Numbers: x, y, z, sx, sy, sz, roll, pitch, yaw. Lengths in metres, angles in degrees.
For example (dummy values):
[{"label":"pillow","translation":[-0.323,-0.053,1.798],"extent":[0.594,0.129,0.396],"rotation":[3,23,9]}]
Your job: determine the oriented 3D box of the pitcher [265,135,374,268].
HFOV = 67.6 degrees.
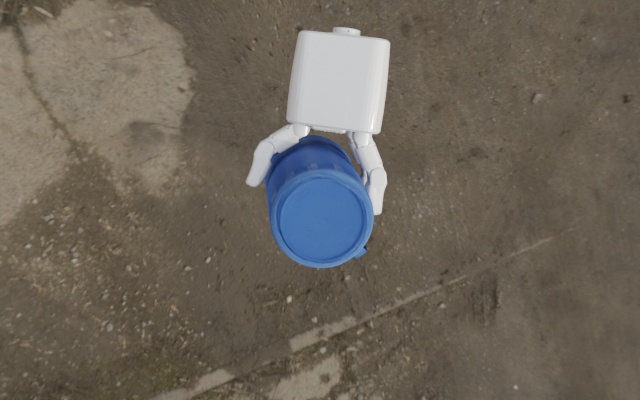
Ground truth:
[{"label":"pitcher","translation":[0.000,0.002,0.600],"extent":[0.149,0.145,0.242],"rotation":[8,12,-6]}]
